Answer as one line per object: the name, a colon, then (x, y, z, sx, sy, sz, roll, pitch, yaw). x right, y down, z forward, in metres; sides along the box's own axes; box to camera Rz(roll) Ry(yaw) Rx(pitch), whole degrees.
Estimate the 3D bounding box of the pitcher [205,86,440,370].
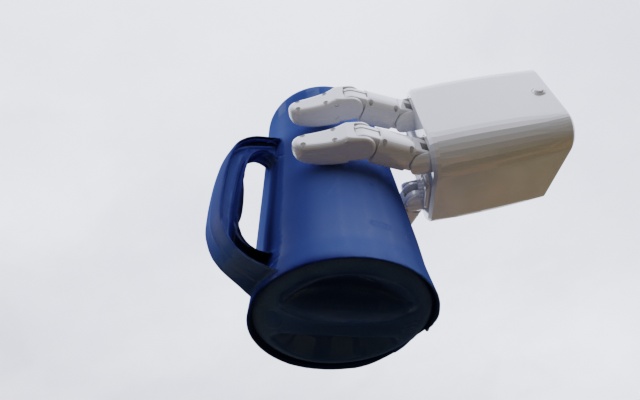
pitcher: (0.000, 0.001, 0.405, 0.145, 0.149, 0.242, -10, 43, 3)
